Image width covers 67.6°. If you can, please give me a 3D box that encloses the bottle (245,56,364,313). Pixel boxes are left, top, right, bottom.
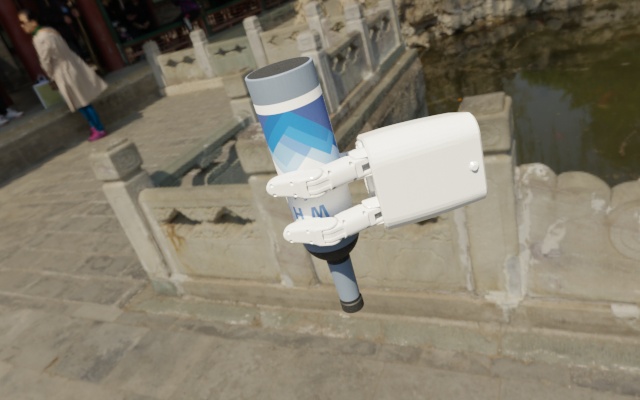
[{"bbox_3d":[0.000,0.001,0.512,0.069,0.296,0.069,-14,27,7],"label":"bottle"}]
